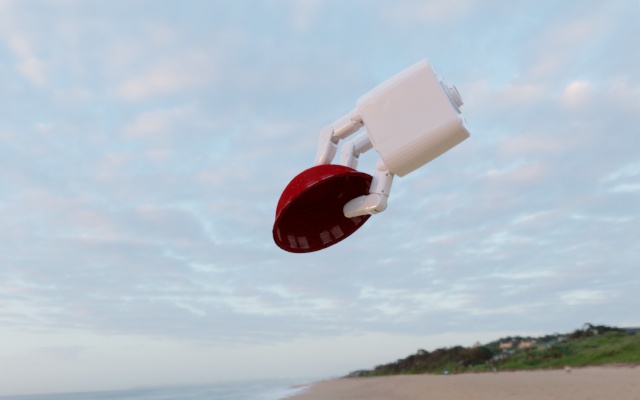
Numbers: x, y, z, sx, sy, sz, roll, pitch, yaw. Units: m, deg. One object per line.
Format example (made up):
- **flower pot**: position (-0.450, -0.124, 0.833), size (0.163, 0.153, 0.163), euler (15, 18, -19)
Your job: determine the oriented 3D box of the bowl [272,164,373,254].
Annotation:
- **bowl**: position (-0.001, 0.003, 0.657), size (0.162, 0.055, 0.162), euler (-21, -35, -15)
